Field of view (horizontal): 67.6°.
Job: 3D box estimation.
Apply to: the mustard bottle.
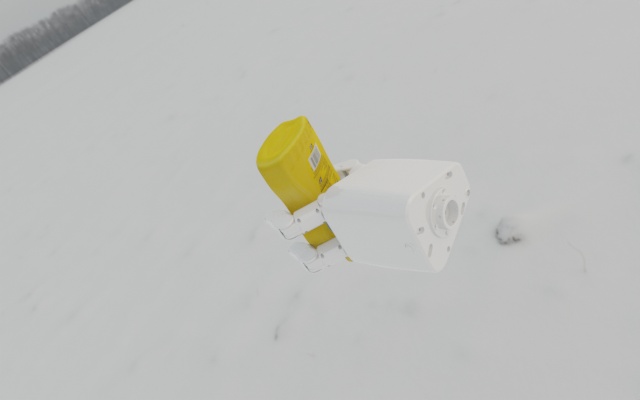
[{"bbox_3d":[0.000,0.002,0.567,0.058,0.192,0.096,-15,34,27],"label":"mustard bottle"}]
